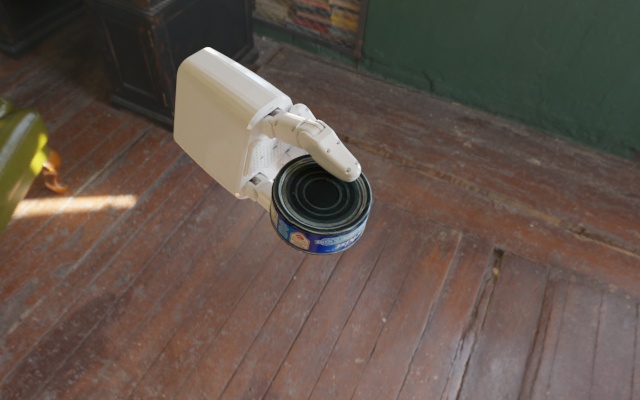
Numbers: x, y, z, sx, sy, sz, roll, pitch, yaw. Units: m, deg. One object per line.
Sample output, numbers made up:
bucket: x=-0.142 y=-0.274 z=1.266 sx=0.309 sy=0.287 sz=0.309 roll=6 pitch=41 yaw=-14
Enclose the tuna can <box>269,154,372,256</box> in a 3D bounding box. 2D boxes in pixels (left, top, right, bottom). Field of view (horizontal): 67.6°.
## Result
tuna can: x=0.000 y=0.001 z=0.406 sx=0.086 sy=0.086 sz=0.034 roll=0 pitch=-34 yaw=-9
